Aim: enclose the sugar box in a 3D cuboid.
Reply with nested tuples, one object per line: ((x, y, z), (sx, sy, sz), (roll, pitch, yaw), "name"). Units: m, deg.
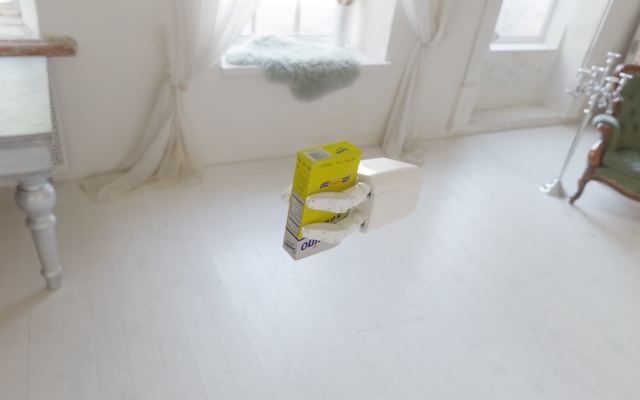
((0.001, 0.002, 0.713), (0.093, 0.176, 0.048), (-16, 40, -34), "sugar box")
